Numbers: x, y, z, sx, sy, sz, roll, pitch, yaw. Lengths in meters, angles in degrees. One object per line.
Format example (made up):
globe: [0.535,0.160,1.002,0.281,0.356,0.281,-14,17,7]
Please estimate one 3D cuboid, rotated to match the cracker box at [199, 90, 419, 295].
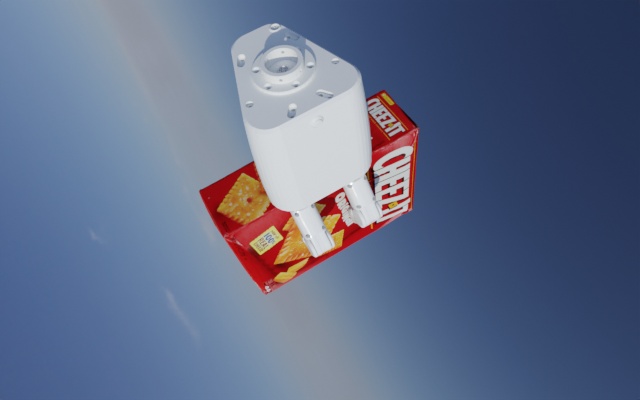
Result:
cracker box: [0.000,0.002,0.520,0.213,0.072,0.164,-29,-30,-9]
